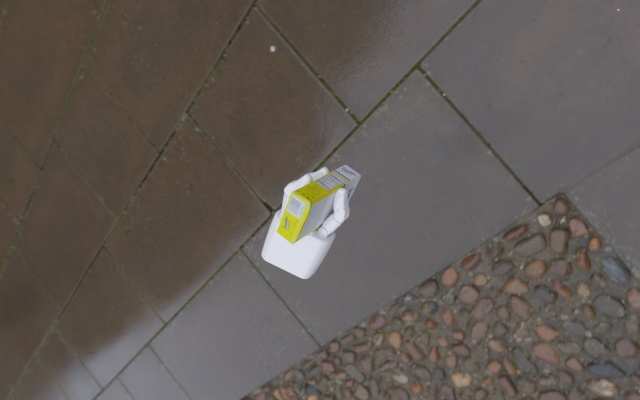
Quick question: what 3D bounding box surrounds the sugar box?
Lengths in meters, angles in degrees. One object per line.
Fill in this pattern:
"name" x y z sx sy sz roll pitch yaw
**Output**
"sugar box" 0.000 0.003 0.859 0.048 0.093 0.176 35 34 16
